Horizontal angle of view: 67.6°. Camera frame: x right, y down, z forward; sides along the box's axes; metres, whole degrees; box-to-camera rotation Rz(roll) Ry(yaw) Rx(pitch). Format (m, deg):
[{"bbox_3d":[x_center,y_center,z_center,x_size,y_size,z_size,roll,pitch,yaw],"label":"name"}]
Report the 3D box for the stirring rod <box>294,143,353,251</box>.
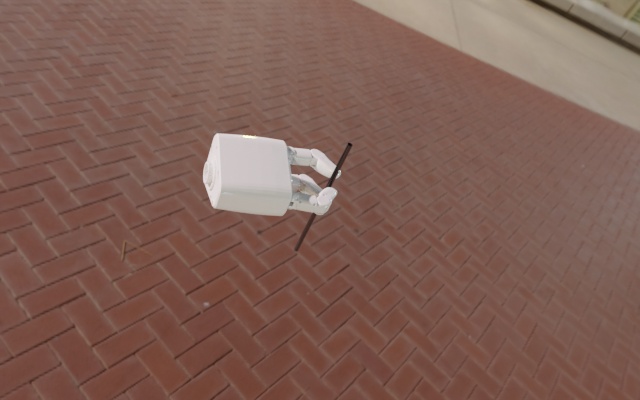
[{"bbox_3d":[0.000,0.003,0.774,0.011,0.240,0.011,16,39,-14],"label":"stirring rod"}]
